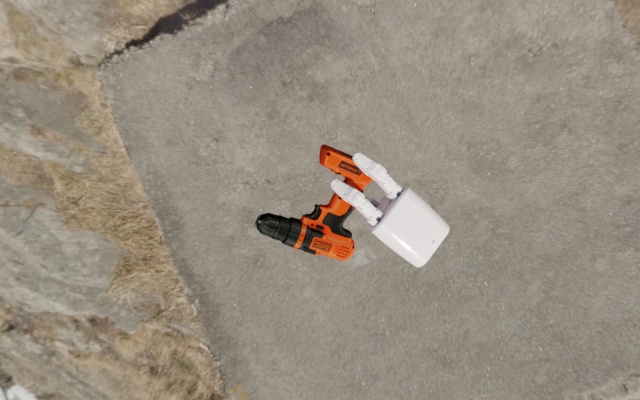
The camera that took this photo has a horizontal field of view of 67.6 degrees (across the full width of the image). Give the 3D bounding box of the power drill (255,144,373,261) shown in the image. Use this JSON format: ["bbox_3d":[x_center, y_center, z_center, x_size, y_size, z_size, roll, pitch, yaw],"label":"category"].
[{"bbox_3d":[0.001,0.002,0.824,0.184,0.188,0.057,19,16,-19],"label":"power drill"}]
